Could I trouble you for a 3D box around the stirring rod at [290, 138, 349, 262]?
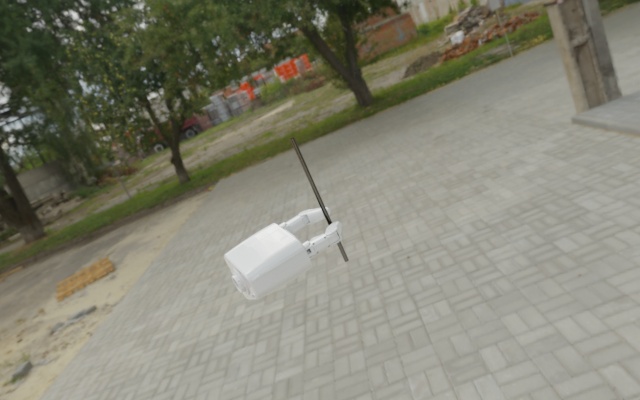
[{"bbox_3d":[0.000,0.003,0.827,0.011,0.239,0.011,-22,16,7],"label":"stirring rod"}]
